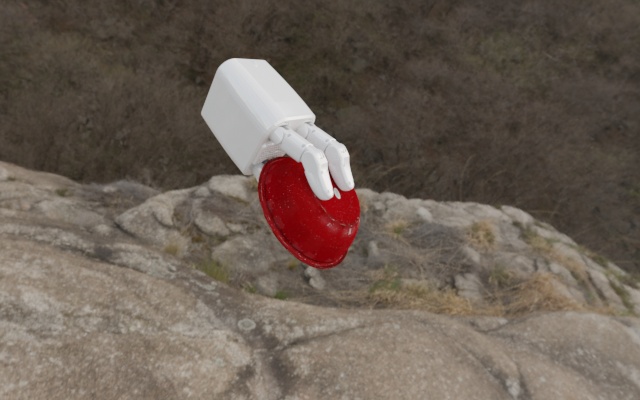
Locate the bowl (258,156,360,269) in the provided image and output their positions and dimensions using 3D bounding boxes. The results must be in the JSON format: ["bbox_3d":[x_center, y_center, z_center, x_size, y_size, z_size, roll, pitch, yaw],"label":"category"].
[{"bbox_3d":[0.001,0.003,0.603,0.055,0.162,0.162,-32,-19,33],"label":"bowl"}]
